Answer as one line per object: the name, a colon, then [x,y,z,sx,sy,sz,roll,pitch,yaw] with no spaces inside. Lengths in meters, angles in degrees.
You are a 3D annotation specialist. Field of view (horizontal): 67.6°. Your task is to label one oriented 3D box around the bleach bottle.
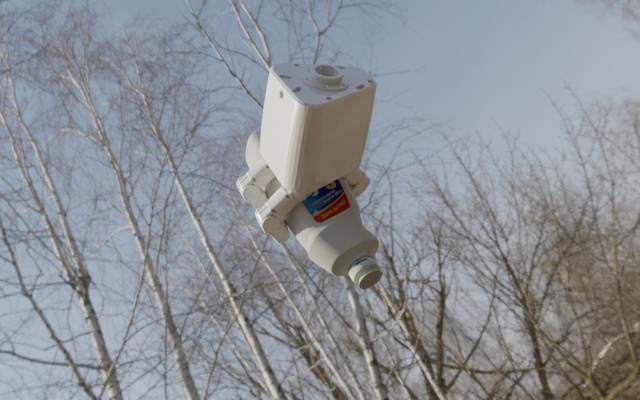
bleach bottle: [0.000,0.002,0.572,0.102,0.068,0.250,-13,45,-27]
